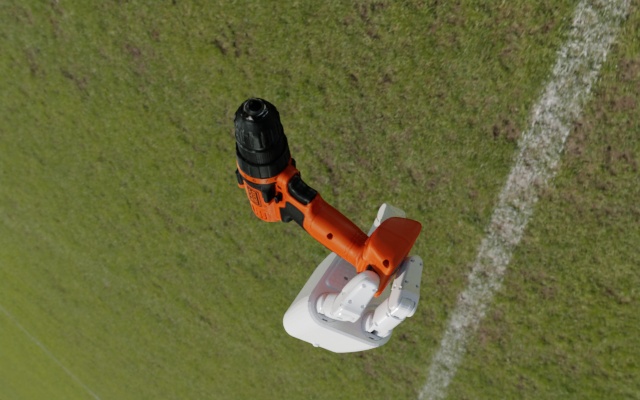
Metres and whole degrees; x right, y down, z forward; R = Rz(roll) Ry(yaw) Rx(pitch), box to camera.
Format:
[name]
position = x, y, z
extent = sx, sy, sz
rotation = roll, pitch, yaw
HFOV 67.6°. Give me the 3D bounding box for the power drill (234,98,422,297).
[power drill]
position = 0.000, 0.002, 0.452
extent = 0.187, 0.057, 0.184
rotation = 36, -21, 16
